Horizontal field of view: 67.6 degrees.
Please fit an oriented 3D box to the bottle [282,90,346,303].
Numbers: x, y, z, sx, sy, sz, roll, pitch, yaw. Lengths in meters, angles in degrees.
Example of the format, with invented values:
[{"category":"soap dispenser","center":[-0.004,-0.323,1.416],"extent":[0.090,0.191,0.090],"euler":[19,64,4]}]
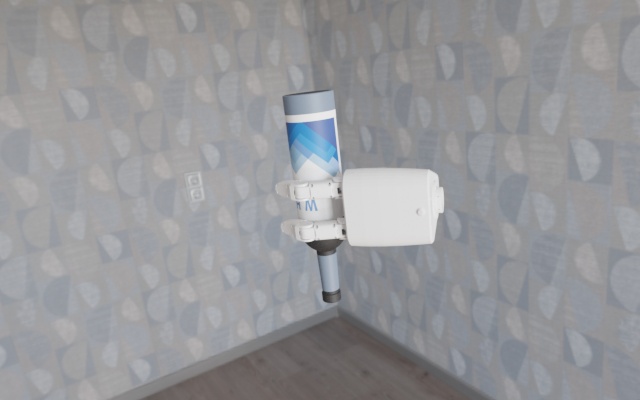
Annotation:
[{"category":"bottle","center":[0.000,0.002,0.655],"extent":[0.069,0.296,0.069],"euler":[-6,15,2]}]
